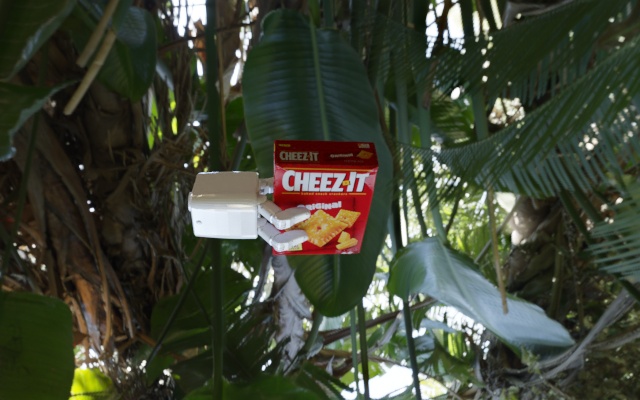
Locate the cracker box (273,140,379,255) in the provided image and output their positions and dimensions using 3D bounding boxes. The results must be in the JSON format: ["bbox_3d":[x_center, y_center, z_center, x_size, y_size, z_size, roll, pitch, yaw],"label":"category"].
[{"bbox_3d":[0.000,0.003,0.817,0.164,0.214,0.072,0,44,-7],"label":"cracker box"}]
